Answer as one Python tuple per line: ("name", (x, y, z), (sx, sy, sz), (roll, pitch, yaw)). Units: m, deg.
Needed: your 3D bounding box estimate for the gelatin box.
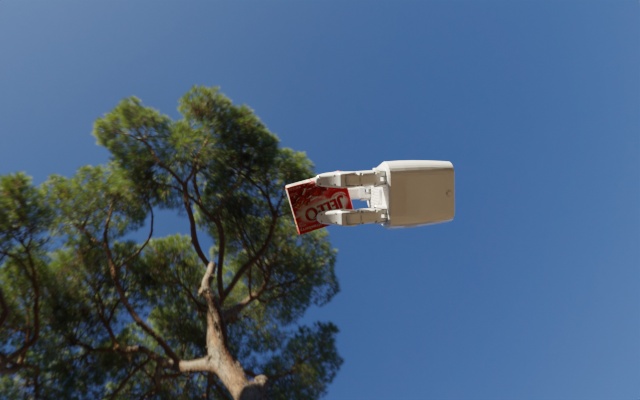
("gelatin box", (0.000, 0.002, 0.711), (0.089, 0.073, 0.030), (-16, 9, -5))
